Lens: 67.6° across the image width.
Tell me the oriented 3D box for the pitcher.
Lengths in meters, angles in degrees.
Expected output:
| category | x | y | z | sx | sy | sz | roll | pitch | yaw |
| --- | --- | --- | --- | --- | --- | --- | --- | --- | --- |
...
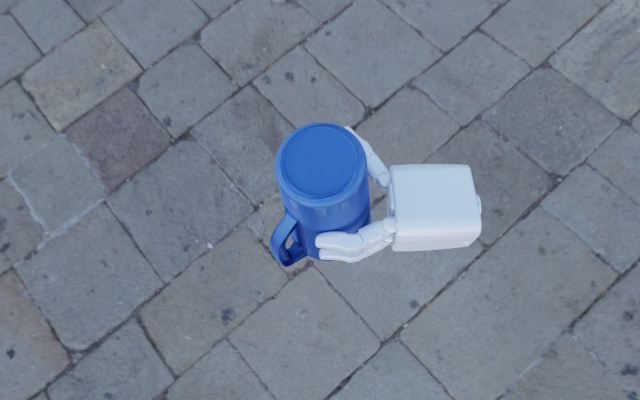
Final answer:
| category | x | y | z | sx | sy | sz | roll | pitch | yaw |
| --- | --- | --- | --- | --- | --- | --- | --- | --- | --- |
| pitcher | 0.000 | 0.002 | 0.654 | 0.145 | 0.149 | 0.243 | -1 | -19 | 4 |
